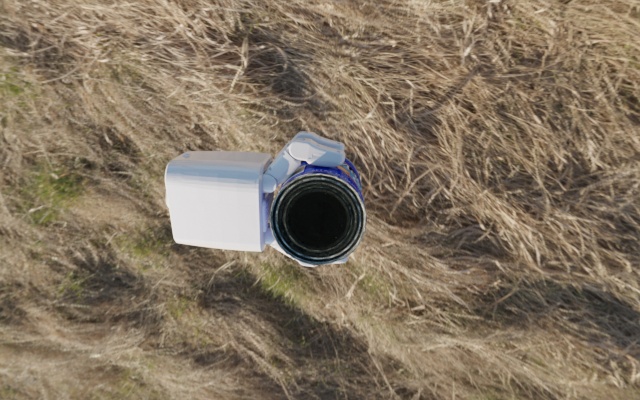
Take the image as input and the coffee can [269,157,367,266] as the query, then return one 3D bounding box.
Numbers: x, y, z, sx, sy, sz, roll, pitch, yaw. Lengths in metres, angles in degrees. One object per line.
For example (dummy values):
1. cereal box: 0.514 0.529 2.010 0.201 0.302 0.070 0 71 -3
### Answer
1. coffee can: 0.000 0.002 0.565 0.103 0.103 0.140 0 16 2
